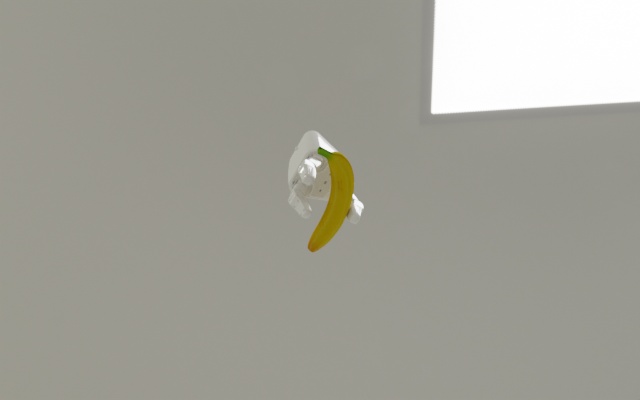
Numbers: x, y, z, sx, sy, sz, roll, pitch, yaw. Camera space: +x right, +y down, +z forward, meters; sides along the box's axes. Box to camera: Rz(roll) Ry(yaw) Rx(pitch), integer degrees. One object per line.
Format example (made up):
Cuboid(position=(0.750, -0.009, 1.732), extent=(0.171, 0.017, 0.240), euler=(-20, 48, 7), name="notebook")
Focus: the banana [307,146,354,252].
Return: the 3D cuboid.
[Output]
Cuboid(position=(0.019, -0.001, 0.779), extent=(0.069, 0.198, 0.037), euler=(-1, 30, -12), name="banana")
